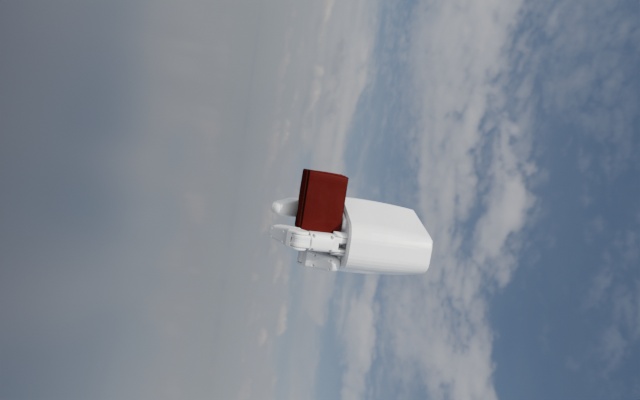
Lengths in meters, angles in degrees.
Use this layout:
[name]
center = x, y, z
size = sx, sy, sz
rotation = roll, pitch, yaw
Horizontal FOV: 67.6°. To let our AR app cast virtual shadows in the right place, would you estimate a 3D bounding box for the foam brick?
[foam brick]
center = 0.000, 0.002, 0.594
size = 0.051, 0.078, 0.053
rotation = 8, 7, -9
